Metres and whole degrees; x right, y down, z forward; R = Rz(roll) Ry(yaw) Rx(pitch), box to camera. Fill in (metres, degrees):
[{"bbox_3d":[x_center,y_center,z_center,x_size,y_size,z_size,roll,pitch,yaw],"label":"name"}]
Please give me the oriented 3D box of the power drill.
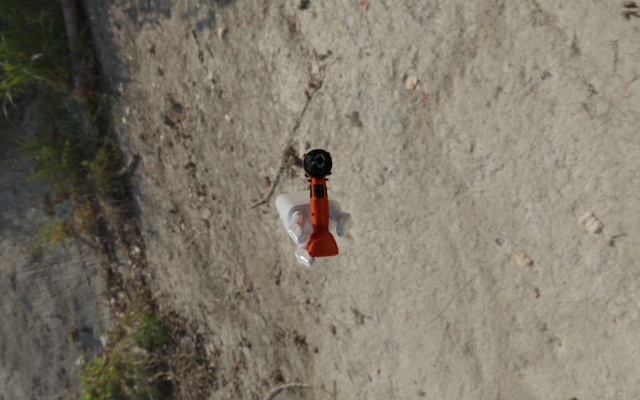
[{"bbox_3d":[0.000,0.003,0.848,0.057,0.187,0.184,-2,1,0],"label":"power drill"}]
